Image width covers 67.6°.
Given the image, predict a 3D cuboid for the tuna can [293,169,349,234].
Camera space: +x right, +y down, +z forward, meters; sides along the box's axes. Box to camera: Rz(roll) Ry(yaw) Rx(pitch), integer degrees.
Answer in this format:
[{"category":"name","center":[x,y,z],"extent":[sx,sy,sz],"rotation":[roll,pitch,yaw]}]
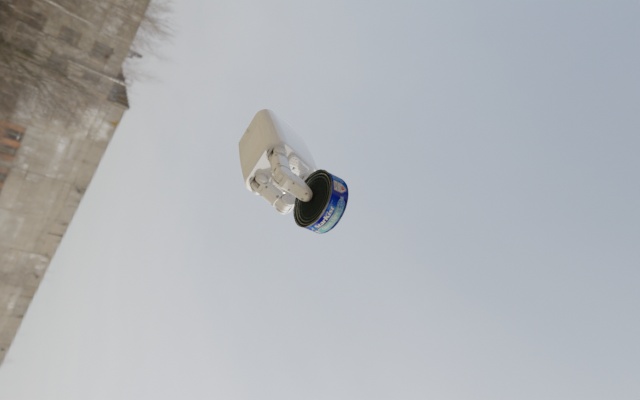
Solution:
[{"category":"tuna can","center":[0.001,0.002,0.666],"extent":[0.034,0.086,0.086],"rotation":[24,-13,-31]}]
